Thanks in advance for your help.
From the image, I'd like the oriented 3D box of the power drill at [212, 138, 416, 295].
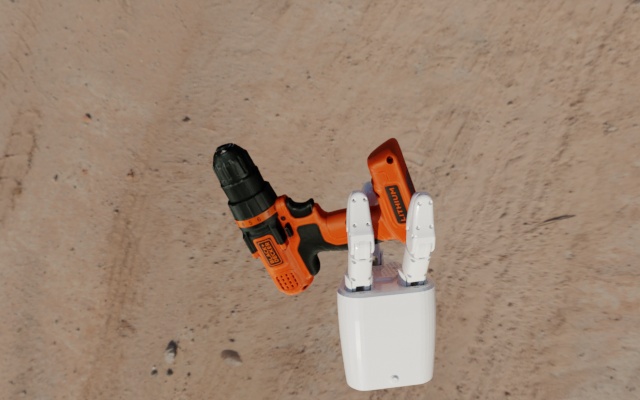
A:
[{"bbox_3d":[0.001,0.002,0.492,0.187,0.184,0.057,-18,25,19],"label":"power drill"}]
